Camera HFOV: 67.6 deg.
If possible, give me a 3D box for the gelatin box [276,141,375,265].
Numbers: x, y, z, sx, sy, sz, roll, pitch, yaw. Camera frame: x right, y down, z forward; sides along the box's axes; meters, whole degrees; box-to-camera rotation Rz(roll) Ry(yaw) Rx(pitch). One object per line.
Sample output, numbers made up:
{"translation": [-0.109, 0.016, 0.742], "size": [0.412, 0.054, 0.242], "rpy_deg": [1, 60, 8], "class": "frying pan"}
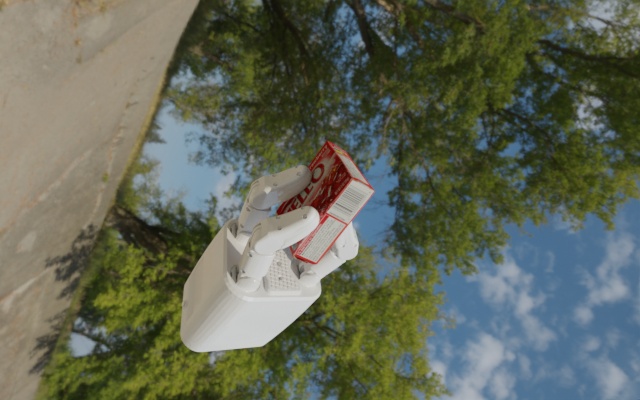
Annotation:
{"translation": [0.001, 0.001, 0.429], "size": [0.030, 0.089, 0.073], "rpy_deg": [27, 20, -30], "class": "gelatin box"}
